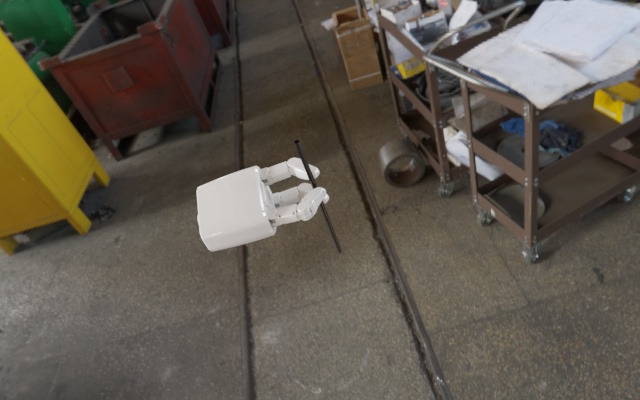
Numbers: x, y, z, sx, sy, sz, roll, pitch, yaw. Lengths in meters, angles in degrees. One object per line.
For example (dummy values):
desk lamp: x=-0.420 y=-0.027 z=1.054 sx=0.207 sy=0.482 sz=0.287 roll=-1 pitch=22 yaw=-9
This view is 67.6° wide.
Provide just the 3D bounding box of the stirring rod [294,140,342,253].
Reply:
stirring rod: x=0.000 y=0.003 z=0.758 sx=0.011 sy=0.240 sz=0.011 roll=-12 pitch=40 yaw=11
